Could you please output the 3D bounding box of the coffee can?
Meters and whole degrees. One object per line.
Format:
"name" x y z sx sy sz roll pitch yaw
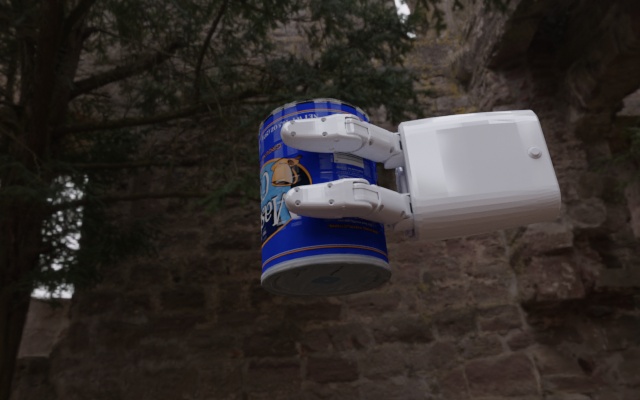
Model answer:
"coffee can" 0.000 0.002 0.404 0.103 0.140 0.103 -4 -24 -2
